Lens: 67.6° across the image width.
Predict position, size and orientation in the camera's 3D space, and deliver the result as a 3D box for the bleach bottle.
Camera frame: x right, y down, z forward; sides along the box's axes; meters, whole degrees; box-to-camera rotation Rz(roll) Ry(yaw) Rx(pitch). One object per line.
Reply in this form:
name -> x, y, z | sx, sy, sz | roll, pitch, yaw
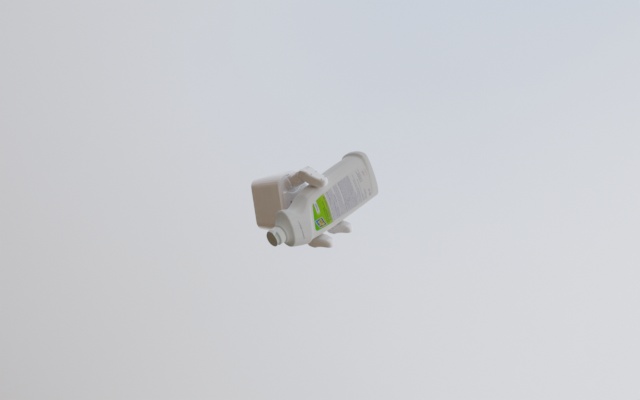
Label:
bleach bottle -> 0.000, 0.003, 0.872 | 0.250, 0.102, 0.068 | -33, 19, -36
